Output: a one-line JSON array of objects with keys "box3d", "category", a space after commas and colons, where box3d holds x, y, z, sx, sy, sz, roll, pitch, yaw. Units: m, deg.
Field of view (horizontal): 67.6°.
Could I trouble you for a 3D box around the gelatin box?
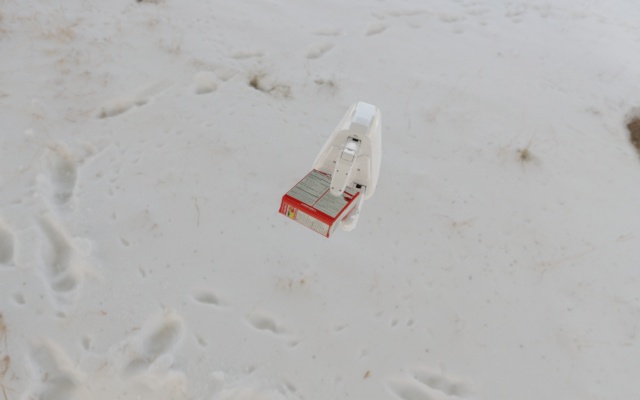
[{"box3d": [0.000, 0.002, 0.615, 0.073, 0.030, 0.089, 27, 36, 14], "category": "gelatin box"}]
